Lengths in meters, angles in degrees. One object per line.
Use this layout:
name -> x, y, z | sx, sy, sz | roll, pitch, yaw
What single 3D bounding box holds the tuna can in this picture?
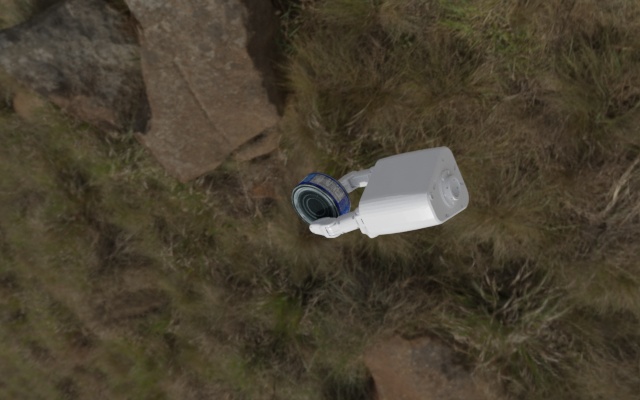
tuna can -> 0.000, 0.003, 0.709 | 0.086, 0.086, 0.033 | 0, 34, 40
